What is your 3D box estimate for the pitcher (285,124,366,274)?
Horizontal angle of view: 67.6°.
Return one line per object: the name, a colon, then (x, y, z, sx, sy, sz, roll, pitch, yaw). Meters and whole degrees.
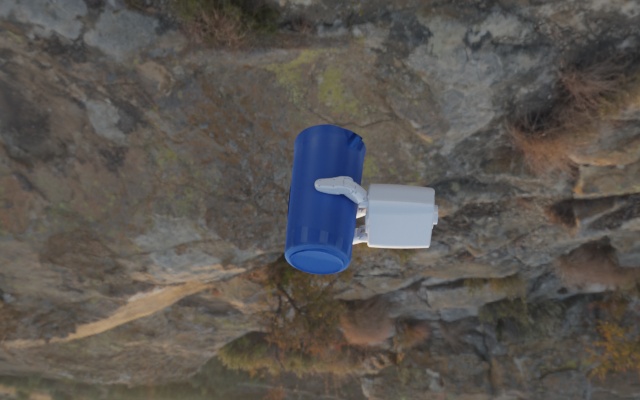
pitcher: (0.000, 0.003, 0.836, 0.145, 0.242, 0.149, 2, -32, 8)
